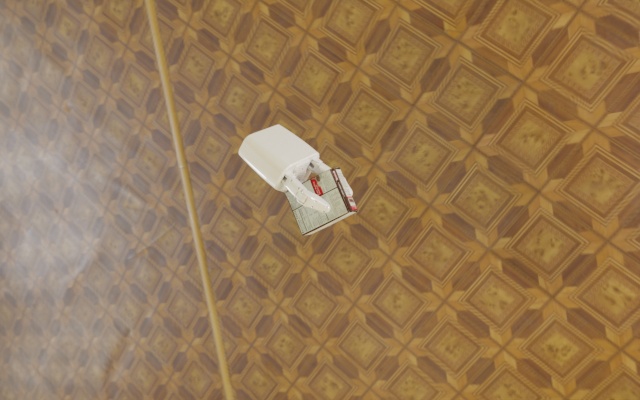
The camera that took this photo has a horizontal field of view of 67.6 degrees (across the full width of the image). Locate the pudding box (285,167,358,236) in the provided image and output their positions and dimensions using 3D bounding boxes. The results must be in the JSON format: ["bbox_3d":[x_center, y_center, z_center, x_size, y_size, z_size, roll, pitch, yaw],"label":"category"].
[{"bbox_3d":[0.000,0.003,0.869,0.113,0.090,0.039,-27,-9,30],"label":"pudding box"}]
